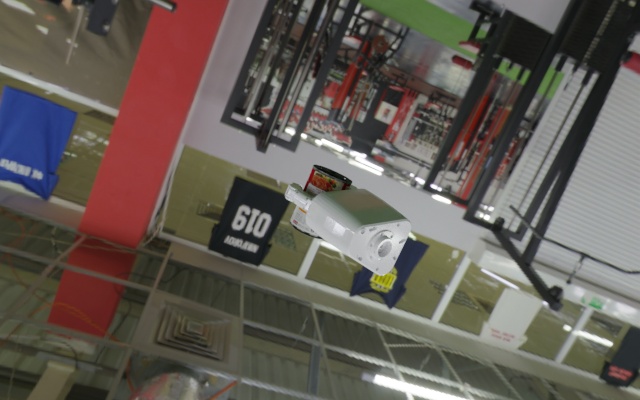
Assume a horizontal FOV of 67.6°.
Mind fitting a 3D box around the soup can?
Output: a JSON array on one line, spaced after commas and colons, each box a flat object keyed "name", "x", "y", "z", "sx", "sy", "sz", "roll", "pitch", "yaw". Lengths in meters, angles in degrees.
[{"name": "soup can", "x": 0.000, "y": 0.003, "z": 0.766, "sx": 0.068, "sy": 0.102, "sz": 0.068, "roll": 22, "pitch": 12, "yaw": -5}]
